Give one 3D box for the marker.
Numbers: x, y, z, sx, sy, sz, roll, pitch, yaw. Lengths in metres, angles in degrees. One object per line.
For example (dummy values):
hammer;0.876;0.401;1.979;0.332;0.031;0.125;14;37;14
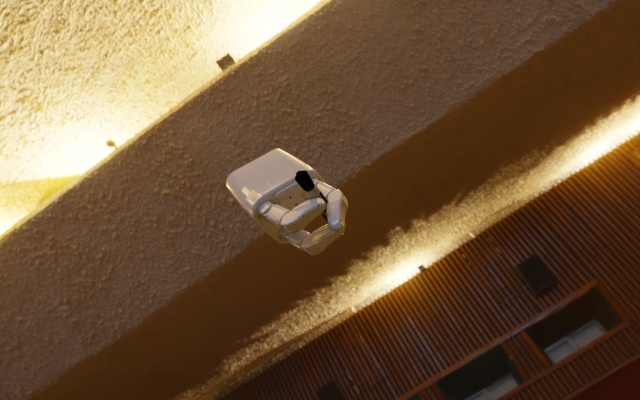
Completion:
marker;0.000;0.002;0.632;0.020;0.020;0.121;0;-37;34
